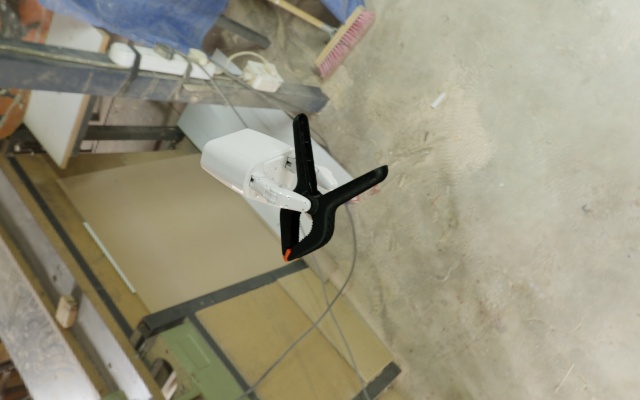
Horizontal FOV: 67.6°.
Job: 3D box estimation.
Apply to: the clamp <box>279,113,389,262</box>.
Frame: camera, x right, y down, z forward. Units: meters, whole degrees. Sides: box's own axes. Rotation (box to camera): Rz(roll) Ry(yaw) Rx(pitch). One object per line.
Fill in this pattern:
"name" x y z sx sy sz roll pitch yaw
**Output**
"clamp" -0.001 0.003 0.670 0.164 0.210 0.036 29 22 32
